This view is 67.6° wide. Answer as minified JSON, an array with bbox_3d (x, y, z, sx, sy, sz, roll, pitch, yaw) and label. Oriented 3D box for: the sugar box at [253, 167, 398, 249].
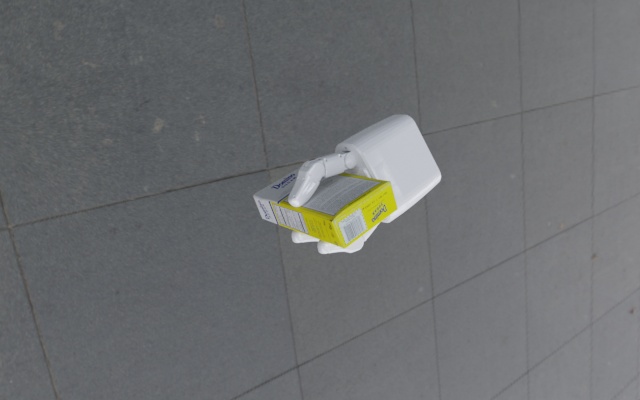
[{"bbox_3d":[0.000,0.002,0.603,0.093,0.048,0.176,-32,25,-28],"label":"sugar box"}]
